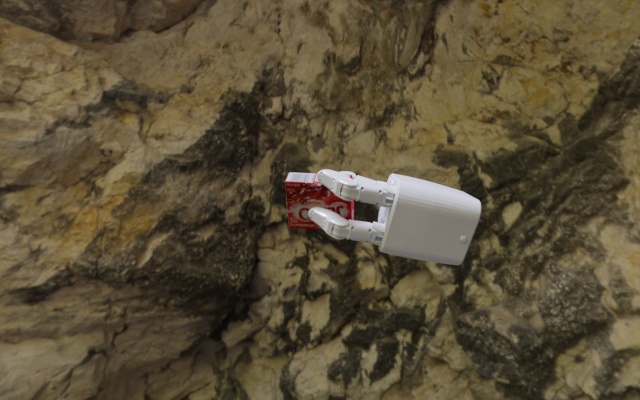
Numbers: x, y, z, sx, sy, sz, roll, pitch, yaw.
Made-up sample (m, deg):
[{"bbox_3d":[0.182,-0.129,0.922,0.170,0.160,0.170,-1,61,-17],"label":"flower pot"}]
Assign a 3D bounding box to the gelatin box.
[{"bbox_3d":[0.000,0.002,0.638,0.089,0.073,0.030,3,31,10],"label":"gelatin box"}]
